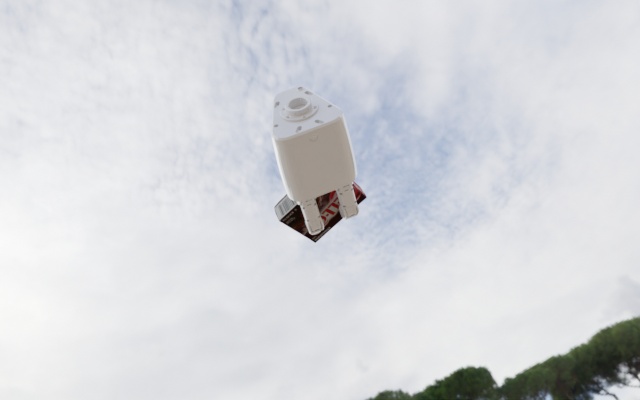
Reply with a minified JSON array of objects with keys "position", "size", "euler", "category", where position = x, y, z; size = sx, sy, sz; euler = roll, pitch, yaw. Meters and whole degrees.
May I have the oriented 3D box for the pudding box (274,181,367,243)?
[{"position":[0.000,0.002,0.718],"size":[0.113,0.039,0.090],"euler":[-41,-46,14],"category":"pudding box"}]
